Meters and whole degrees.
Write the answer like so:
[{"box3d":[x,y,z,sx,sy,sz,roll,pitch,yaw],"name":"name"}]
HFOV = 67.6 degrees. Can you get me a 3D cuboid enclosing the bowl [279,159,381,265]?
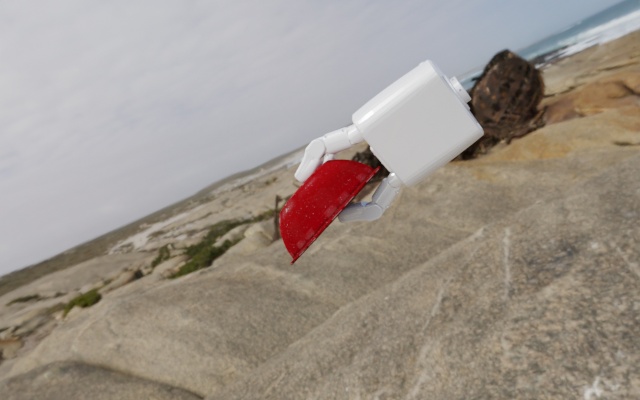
[{"box3d":[-0.001,0.003,0.587,0.055,0.162,0.162,42,2,2],"name":"bowl"}]
